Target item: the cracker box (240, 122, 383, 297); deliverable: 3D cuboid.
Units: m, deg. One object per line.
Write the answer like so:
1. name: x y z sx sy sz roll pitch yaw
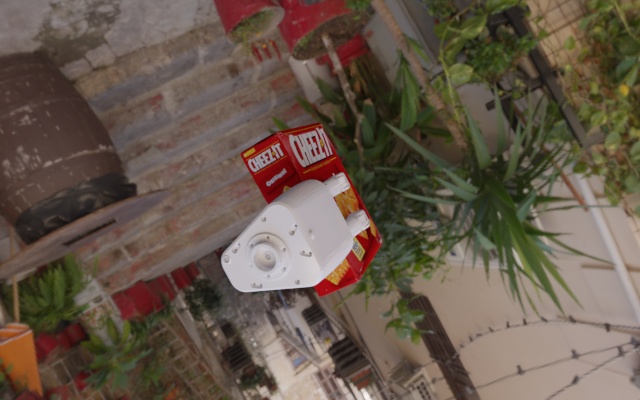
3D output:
1. cracker box: 0.000 0.002 0.671 0.072 0.214 0.164 -27 3 23
